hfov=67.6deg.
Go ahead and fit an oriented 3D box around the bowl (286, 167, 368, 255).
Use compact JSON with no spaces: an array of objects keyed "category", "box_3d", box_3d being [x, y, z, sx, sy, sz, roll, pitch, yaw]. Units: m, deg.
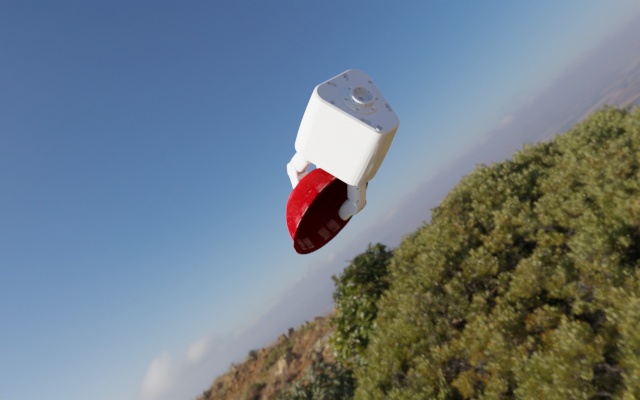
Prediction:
[{"category":"bowl","box_3d":[-0.001,0.003,0.722,0.055,0.162,0.162,38,18,24]}]
